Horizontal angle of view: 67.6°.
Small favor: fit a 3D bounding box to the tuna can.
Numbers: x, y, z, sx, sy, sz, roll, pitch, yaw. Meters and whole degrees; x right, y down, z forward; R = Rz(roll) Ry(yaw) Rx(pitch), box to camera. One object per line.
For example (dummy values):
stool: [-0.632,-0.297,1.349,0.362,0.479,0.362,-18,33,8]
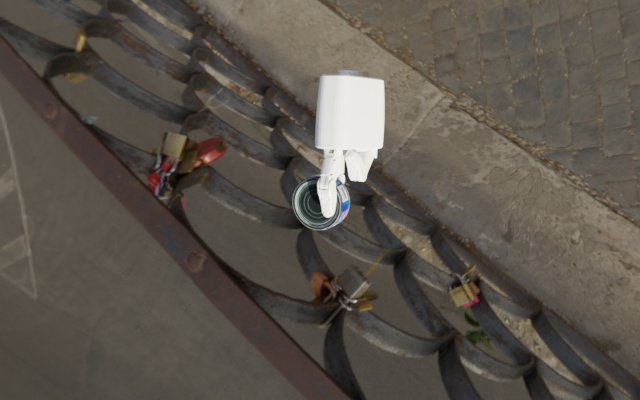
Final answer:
tuna can: [0.000,0.003,0.741,0.086,0.086,0.033,0,11,25]
